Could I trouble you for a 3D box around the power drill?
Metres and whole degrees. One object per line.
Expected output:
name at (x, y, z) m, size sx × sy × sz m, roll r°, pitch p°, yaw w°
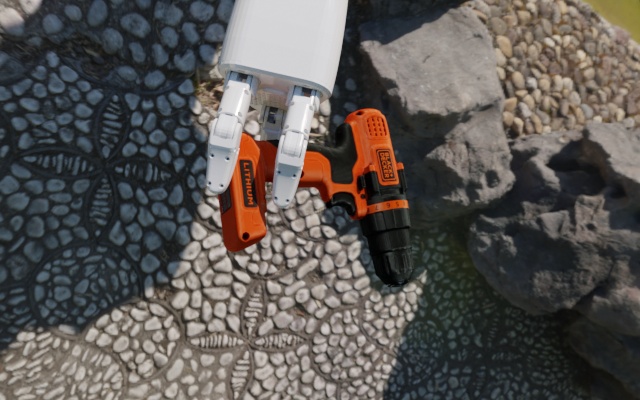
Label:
power drill at (0.000, 0.001, 0.458) m, size 0.187 × 0.184 × 0.057 m, roll -4°, pitch -14°, yaw -28°
